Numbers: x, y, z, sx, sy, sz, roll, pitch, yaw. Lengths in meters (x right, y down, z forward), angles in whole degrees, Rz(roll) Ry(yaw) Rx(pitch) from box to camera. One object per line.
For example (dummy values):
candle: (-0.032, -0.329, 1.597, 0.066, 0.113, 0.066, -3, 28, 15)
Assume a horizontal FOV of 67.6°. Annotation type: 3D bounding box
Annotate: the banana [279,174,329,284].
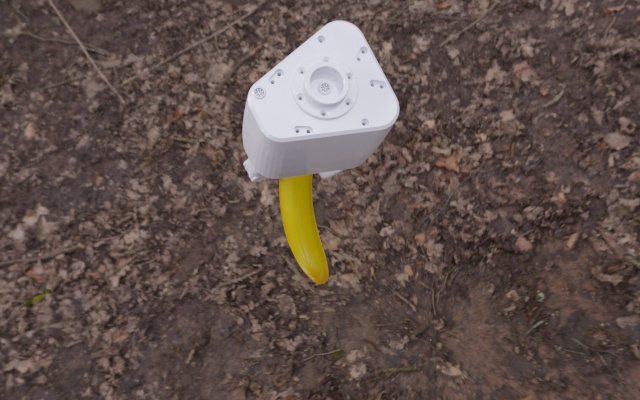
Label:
banana: (-0.016, -0.003, 0.545, 0.069, 0.198, 0.037, 5, -5, -30)
